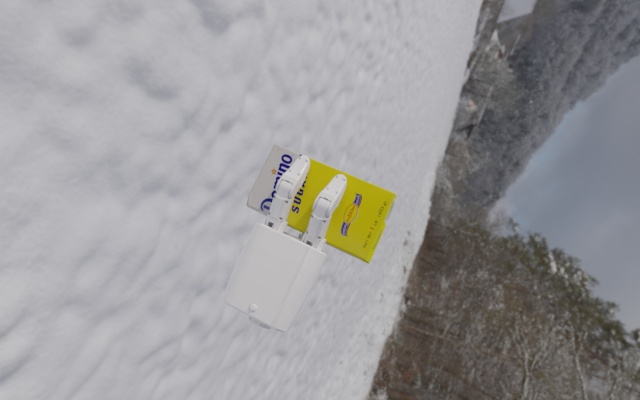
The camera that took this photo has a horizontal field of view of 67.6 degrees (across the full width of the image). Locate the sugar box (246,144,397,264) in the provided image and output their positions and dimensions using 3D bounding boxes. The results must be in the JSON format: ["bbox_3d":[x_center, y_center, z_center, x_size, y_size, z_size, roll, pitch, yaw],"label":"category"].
[{"bbox_3d":[0.000,0.002,0.615,0.176,0.093,0.048,23,-7,15],"label":"sugar box"}]
